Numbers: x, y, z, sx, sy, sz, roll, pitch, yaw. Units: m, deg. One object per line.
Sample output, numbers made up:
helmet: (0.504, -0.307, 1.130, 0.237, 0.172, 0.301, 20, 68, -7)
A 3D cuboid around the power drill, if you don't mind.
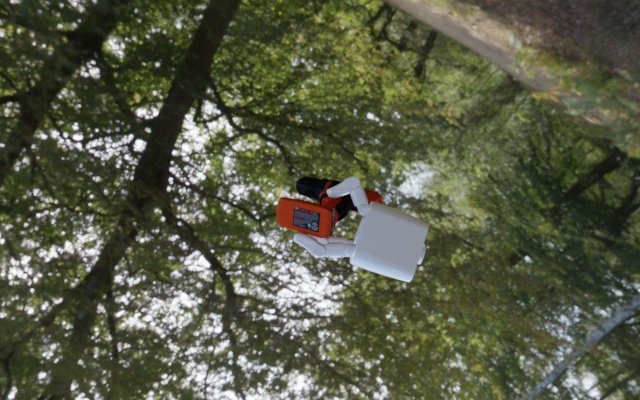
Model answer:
power drill: (0.000, 0.003, 0.880, 0.184, 0.057, 0.187, 13, 21, 26)
